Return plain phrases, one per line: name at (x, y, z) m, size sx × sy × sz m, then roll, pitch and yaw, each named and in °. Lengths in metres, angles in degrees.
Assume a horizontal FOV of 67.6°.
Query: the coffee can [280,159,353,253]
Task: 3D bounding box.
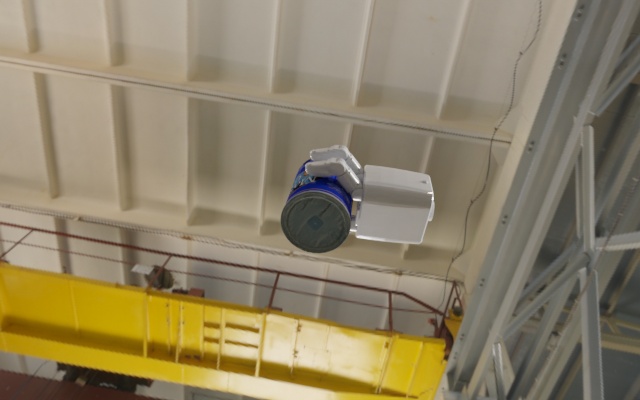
coffee can at (0.000, 0.003, 0.750) m, size 0.103 × 0.103 × 0.140 m, roll 0°, pitch 27°, yaw 7°
